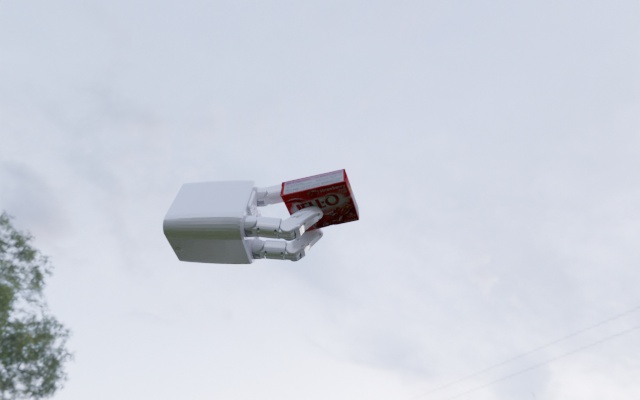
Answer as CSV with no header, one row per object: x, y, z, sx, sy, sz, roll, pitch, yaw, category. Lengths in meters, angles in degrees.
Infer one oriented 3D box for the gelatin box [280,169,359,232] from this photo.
0.000,0.002,0.631,0.089,0.073,0.030,-12,42,11,gelatin box
